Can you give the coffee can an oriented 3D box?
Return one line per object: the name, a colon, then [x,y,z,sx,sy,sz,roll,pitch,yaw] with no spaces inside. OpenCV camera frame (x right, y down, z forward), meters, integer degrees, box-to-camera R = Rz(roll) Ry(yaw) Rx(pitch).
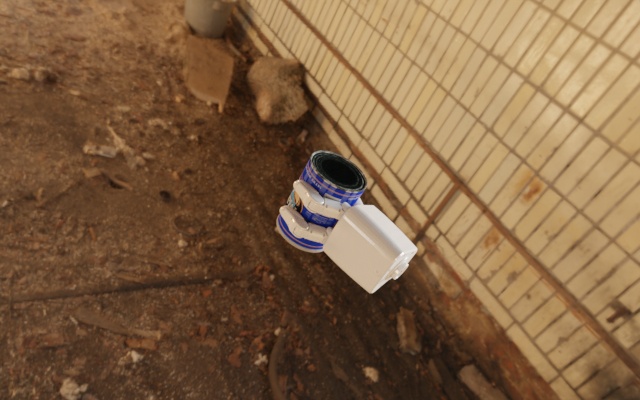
coffee can: [0.000,0.003,0.798,0.103,0.140,0.102,21,33,-15]
